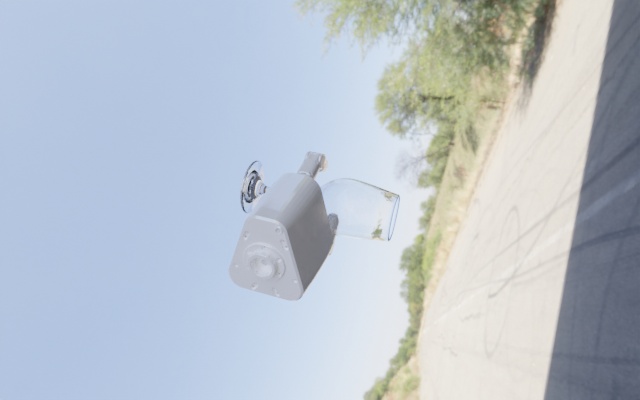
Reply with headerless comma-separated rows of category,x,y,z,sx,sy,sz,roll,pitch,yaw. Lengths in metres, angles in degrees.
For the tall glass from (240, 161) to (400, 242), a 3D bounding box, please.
tall glass,-0.001,0.002,0.634,0.201,0.079,0.079,12,3,14
